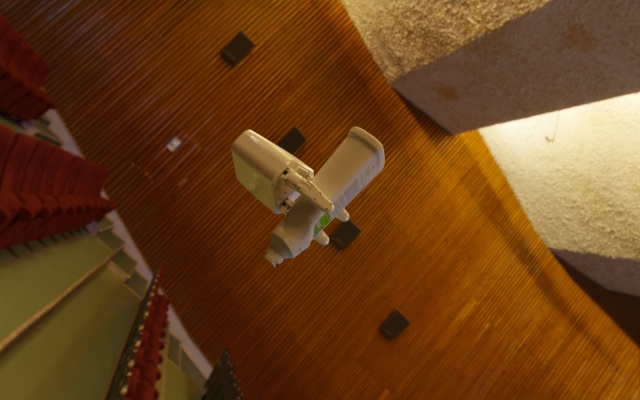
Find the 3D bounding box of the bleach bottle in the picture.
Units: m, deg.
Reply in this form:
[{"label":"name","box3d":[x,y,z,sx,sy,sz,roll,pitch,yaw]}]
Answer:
[{"label":"bleach bottle","box3d":[0.000,0.003,0.770,0.068,0.251,0.103,38,-12,22]}]
